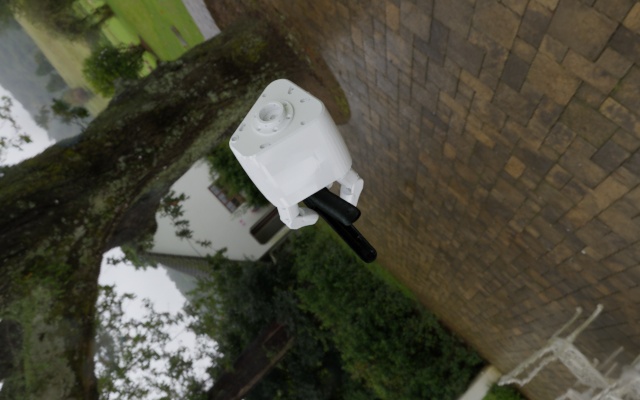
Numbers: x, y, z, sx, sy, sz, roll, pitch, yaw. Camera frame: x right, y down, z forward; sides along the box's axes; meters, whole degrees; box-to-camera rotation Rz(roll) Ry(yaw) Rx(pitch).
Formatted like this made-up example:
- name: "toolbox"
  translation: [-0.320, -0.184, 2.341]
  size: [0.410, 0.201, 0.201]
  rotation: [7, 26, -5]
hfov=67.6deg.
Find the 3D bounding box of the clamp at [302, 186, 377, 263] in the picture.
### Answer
- name: "clamp"
  translation: [-0.001, 0.002, 0.679]
  size: [0.210, 0.036, 0.165]
  rotation: [41, -11, 34]
